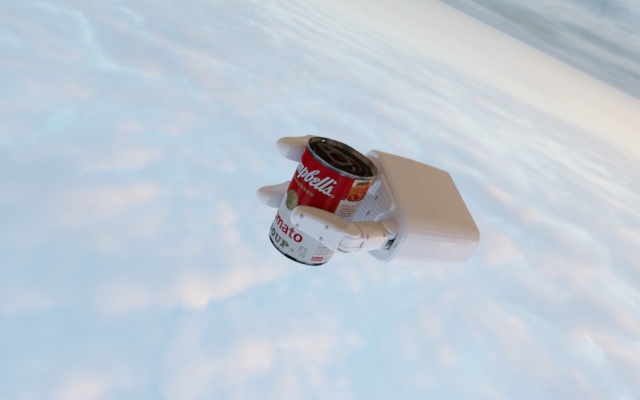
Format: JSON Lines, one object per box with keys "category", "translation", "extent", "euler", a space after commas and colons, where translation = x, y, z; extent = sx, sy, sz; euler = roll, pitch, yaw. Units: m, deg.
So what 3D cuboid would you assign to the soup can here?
{"category": "soup can", "translation": [0.000, 0.002, 0.444], "extent": [0.068, 0.102, 0.068], "euler": [21, 26, -11]}
